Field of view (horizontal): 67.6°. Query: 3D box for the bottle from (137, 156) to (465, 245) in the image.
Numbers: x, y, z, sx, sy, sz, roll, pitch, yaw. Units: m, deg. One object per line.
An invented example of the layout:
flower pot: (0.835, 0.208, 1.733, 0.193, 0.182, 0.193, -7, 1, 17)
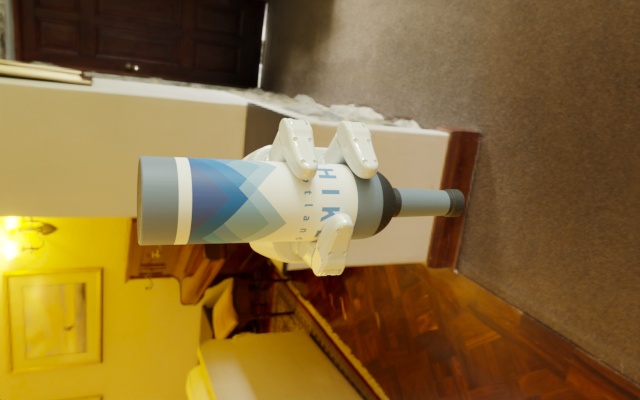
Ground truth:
bottle: (0.000, 0.001, 0.413, 0.296, 0.069, 0.069, 1, 0, -24)
